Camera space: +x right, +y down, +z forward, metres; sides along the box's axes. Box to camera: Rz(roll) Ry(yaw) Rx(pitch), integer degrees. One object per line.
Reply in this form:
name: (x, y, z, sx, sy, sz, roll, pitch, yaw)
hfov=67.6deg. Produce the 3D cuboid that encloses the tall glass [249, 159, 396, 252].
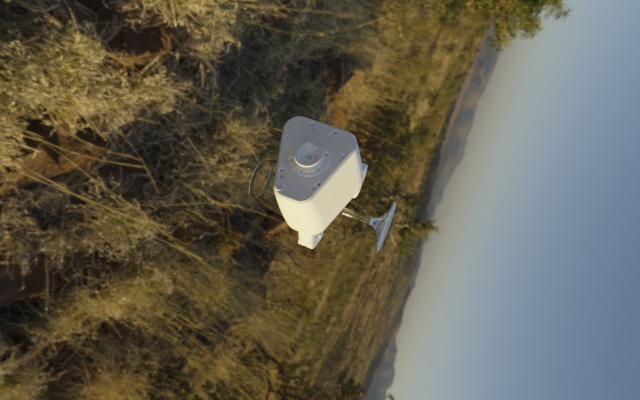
tall glass: (0.001, 0.003, 0.679, 0.201, 0.079, 0.079, 20, 5, 14)
